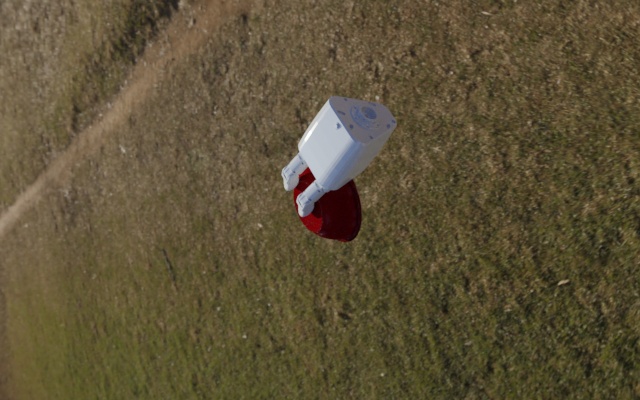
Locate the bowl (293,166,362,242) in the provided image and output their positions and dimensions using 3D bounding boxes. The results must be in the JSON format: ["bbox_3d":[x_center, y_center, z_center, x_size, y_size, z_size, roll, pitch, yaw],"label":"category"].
[{"bbox_3d":[0.000,0.004,0.811,0.055,0.162,0.162,-20,10,-28],"label":"bowl"}]
